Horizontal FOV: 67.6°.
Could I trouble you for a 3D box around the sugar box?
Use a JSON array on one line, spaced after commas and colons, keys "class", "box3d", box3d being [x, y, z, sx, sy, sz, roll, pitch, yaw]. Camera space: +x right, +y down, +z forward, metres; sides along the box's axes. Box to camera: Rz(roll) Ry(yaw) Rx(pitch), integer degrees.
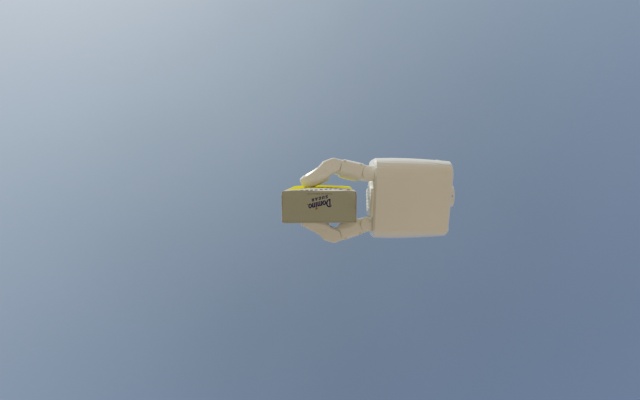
[{"class": "sugar box", "box3d": [0.000, 0.002, 0.659, 0.093, 0.048, 0.176, 0, 1, 1]}]
